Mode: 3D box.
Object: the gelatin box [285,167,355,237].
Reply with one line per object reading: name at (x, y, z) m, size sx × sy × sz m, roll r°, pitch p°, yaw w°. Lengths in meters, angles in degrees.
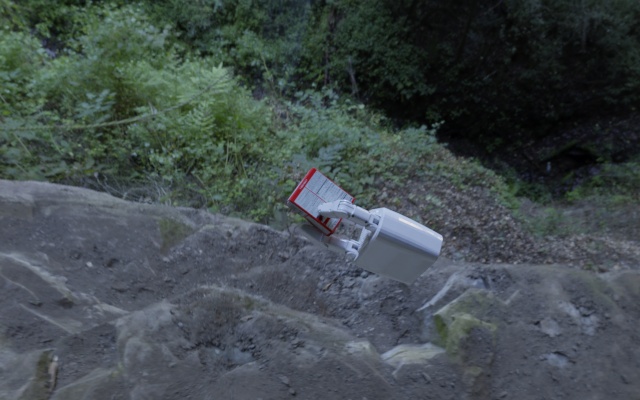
gelatin box at (0.000, 0.002, 0.769) m, size 0.089 × 0.073 × 0.030 m, roll 37°, pitch -25°, yaw -6°
